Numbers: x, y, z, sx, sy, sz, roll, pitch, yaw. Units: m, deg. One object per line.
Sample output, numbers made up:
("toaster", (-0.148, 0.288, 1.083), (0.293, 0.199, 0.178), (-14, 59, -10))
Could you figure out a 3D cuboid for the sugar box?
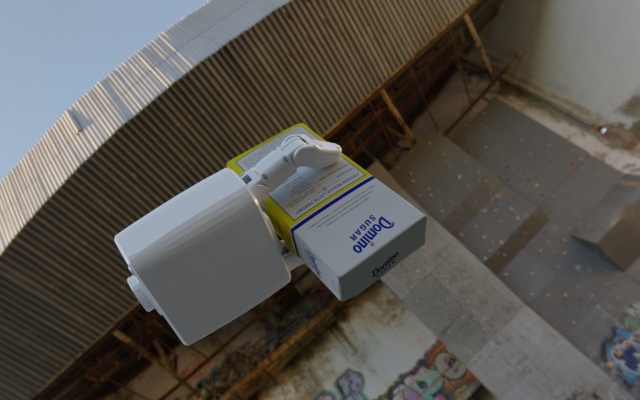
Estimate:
("sugar box", (0.000, 0.002, 0.431), (0.093, 0.048, 0.176), (-32, 53, -19))
